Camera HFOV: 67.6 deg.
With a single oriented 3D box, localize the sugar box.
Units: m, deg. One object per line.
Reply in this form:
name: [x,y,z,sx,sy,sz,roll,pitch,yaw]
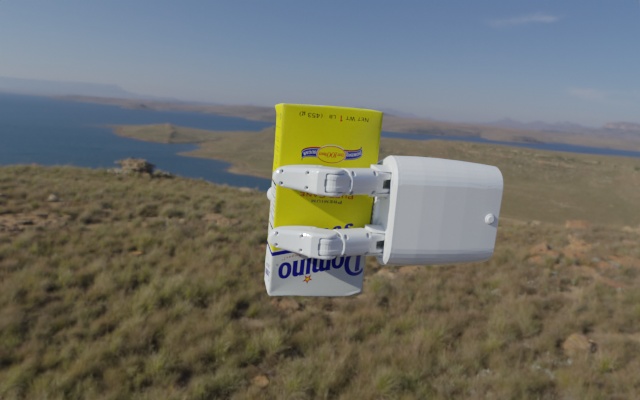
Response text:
sugar box: [0.000,0.001,0.445,0.093,0.176,0.048,2,11,-13]
